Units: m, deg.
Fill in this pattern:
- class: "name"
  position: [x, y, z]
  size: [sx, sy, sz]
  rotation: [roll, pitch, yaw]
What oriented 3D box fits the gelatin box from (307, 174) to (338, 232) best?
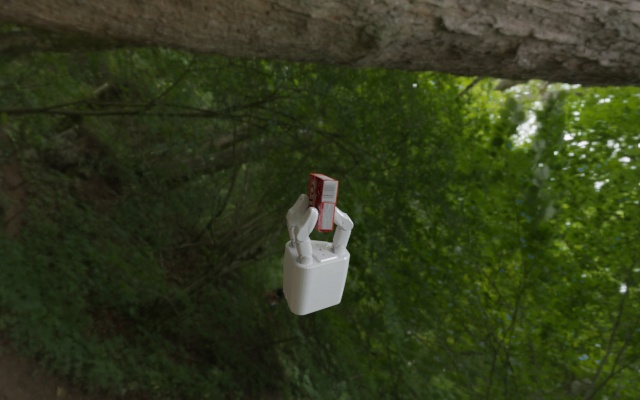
- class: "gelatin box"
  position: [0.001, 0.002, 0.823]
  size: [0.030, 0.089, 0.073]
  rotation: [3, 10, -20]
